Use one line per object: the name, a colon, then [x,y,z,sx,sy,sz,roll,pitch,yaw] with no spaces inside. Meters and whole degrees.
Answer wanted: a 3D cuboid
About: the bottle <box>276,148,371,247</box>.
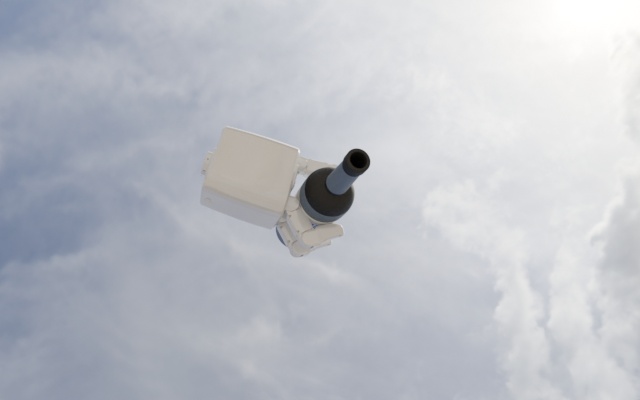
bottle: [0.000,0.002,0.632,0.069,0.069,0.296,0,-18,-16]
